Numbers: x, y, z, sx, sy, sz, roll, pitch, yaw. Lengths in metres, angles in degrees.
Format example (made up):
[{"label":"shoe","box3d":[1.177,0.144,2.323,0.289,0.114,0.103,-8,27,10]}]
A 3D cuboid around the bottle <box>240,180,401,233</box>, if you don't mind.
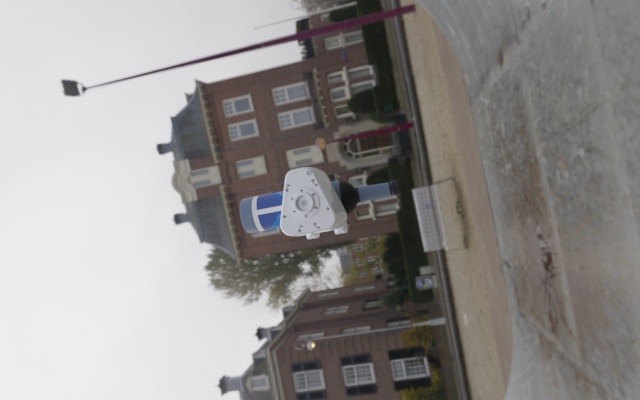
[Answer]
[{"label":"bottle","box3d":[0.000,0.003,0.888,0.296,0.069,0.069,-11,-2,10]}]
